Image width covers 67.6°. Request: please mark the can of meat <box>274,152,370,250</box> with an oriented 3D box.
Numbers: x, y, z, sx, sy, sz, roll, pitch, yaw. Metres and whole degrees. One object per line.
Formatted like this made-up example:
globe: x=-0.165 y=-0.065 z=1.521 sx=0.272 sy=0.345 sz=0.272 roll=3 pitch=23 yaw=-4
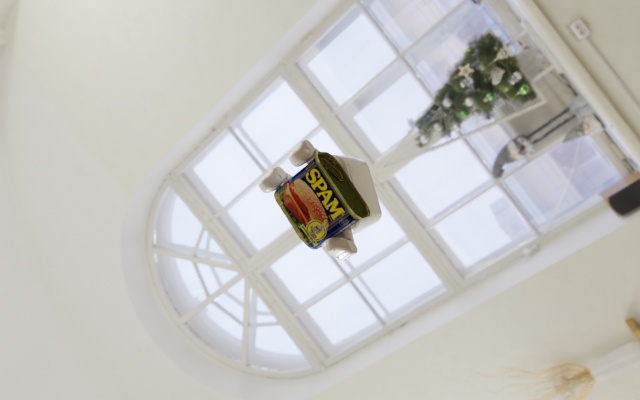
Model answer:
can of meat: x=0.000 y=0.002 z=0.620 sx=0.084 sy=0.102 sz=0.057 roll=-37 pitch=-11 yaw=23
